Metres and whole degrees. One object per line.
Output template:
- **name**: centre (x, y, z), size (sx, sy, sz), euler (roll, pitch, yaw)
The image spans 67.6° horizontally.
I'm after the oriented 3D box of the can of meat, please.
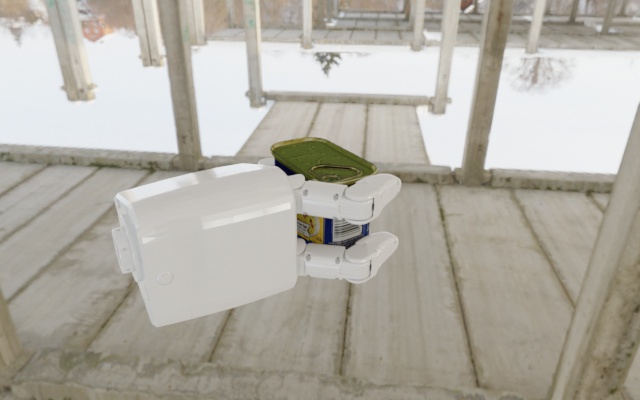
- **can of meat**: centre (0.000, 0.002, 0.411), size (0.057, 0.084, 0.102), euler (-15, 30, -29)
